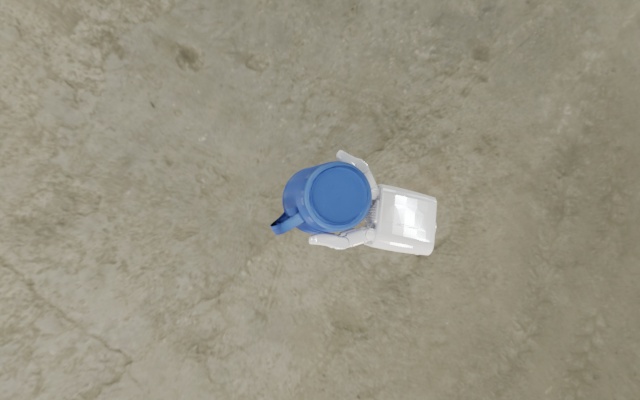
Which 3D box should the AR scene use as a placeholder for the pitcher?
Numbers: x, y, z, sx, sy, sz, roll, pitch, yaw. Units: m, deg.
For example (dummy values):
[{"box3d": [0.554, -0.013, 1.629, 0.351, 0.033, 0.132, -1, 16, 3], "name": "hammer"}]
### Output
[{"box3d": [0.000, 0.003, 0.840, 0.145, 0.149, 0.243, 13, -4, -8], "name": "pitcher"}]
